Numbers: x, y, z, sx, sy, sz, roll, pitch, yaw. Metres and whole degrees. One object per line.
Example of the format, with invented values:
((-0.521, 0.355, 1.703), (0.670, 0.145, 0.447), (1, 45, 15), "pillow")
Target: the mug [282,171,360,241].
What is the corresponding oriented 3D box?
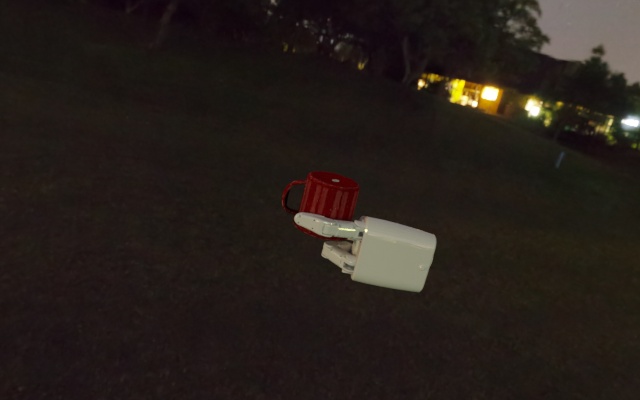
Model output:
((-0.001, 0.002, 0.727), (0.117, 0.081, 0.093), (13, 17, -2), "mug")
